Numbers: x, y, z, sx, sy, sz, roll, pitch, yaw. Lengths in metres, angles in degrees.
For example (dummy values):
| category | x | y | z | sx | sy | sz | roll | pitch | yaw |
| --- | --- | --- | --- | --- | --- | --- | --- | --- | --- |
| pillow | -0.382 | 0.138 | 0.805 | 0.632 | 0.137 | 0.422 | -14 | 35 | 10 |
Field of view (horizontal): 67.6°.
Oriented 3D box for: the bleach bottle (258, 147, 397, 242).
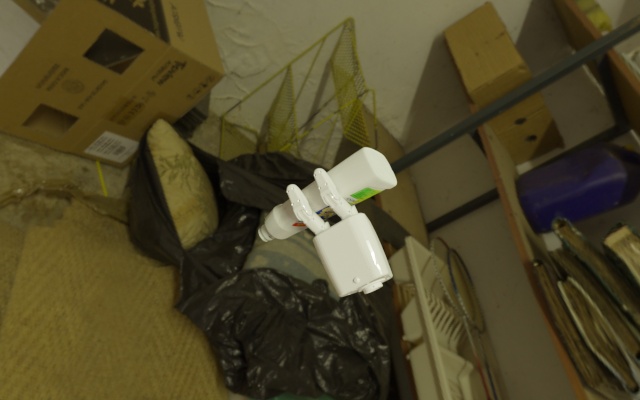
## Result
| category | x | y | z | sx | sy | sz | roll | pitch | yaw |
| --- | --- | --- | --- | --- | --- | --- | --- | --- | --- |
| bleach bottle | 0.000 | 0.003 | 0.820 | 0.251 | 0.068 | 0.102 | -31 | -19 | 23 |
